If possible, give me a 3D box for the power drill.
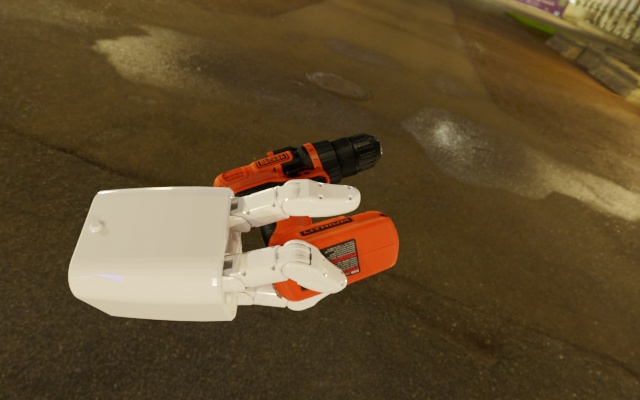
[{"bbox_3d":[0.000,0.002,0.449,0.184,0.057,0.187,-20,31,-9],"label":"power drill"}]
